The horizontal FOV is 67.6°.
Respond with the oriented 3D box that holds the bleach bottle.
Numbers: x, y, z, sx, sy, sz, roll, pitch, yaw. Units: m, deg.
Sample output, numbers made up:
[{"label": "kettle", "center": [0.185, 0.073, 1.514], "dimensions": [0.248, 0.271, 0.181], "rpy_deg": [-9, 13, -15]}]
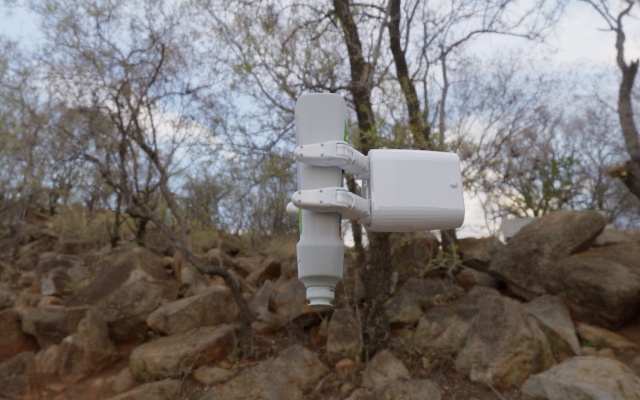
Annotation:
[{"label": "bleach bottle", "center": [0.000, 0.002, 0.577], "dimensions": [0.068, 0.250, 0.103], "rpy_deg": [0, -20, 0]}]
